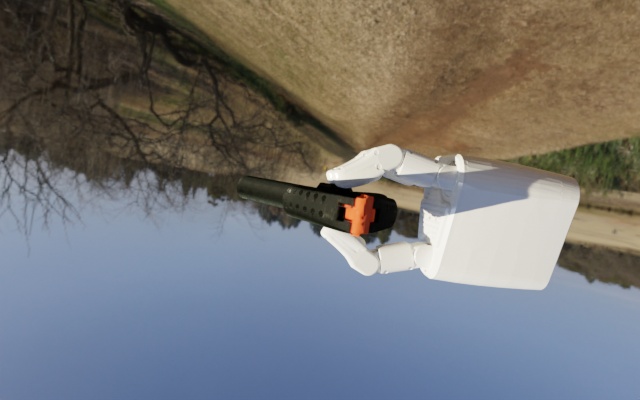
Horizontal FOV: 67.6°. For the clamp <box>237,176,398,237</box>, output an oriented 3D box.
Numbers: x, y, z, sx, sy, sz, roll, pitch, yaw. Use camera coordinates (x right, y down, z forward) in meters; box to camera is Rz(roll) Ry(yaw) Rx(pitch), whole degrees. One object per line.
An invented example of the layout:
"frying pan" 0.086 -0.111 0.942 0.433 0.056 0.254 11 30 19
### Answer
"clamp" 0.000 0.002 0.424 0.164 0.036 0.210 7 3 -4
